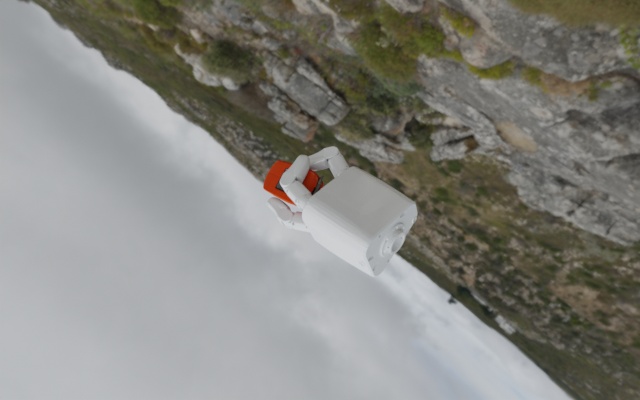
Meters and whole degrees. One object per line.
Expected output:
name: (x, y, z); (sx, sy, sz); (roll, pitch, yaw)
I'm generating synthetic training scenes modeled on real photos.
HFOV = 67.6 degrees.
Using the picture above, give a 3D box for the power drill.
power drill: (0.000, 0.002, 0.768); (0.188, 0.057, 0.184); (30, -7, -42)
